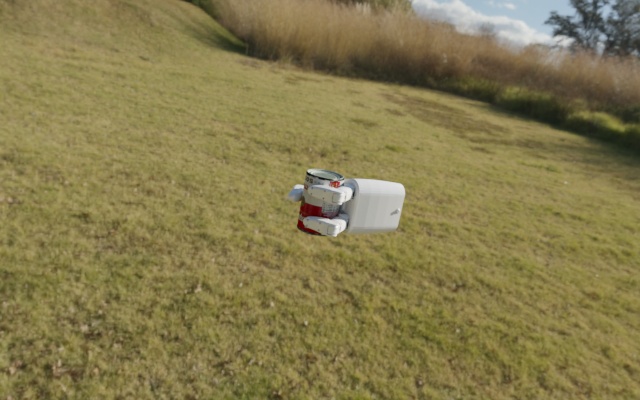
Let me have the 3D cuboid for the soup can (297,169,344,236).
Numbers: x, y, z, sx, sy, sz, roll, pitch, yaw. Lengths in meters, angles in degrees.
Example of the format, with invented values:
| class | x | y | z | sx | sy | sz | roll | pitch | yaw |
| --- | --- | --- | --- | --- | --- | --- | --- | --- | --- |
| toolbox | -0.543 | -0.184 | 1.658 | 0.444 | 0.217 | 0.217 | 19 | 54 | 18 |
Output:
| class | x | y | z | sx | sy | sz | roll | pitch | yaw |
| --- | --- | --- | --- | --- | --- | --- | --- | --- | --- |
| soup can | 0.000 | 0.002 | 0.826 | 0.068 | 0.102 | 0.068 | 10 | 16 | -3 |
